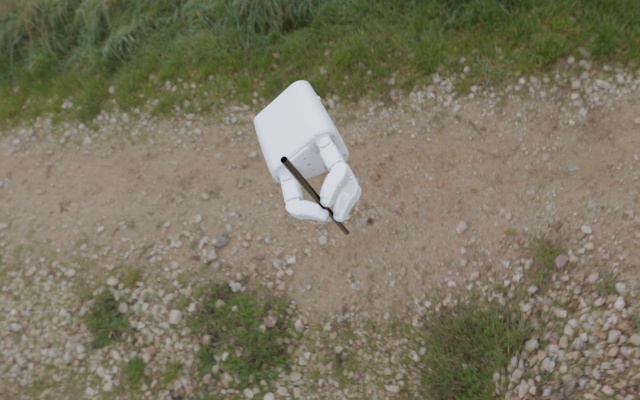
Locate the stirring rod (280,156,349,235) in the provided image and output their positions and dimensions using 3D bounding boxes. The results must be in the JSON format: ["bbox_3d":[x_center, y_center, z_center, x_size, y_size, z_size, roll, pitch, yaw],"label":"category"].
[{"bbox_3d":[0.000,0.002,0.617,0.011,0.011,0.240,0,-23,21],"label":"stirring rod"}]
